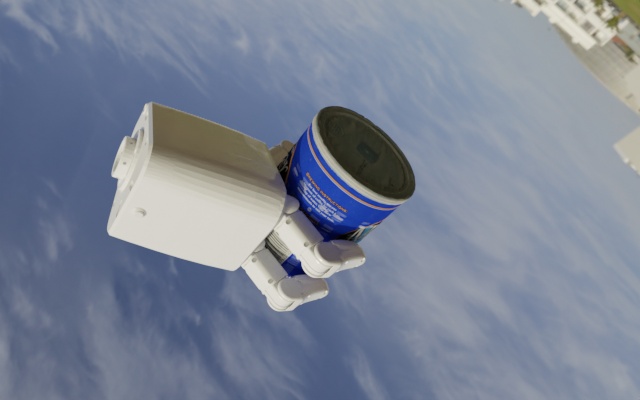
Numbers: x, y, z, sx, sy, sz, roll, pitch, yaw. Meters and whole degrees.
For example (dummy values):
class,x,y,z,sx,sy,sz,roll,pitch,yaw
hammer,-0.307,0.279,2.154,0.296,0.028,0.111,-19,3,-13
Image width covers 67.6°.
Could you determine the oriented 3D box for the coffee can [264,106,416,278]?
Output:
class,x,y,z,sx,sy,sz,roll,pitch,yaw
coffee can,0.000,0.001,0.429,0.103,0.102,0.140,0,-37,-45
